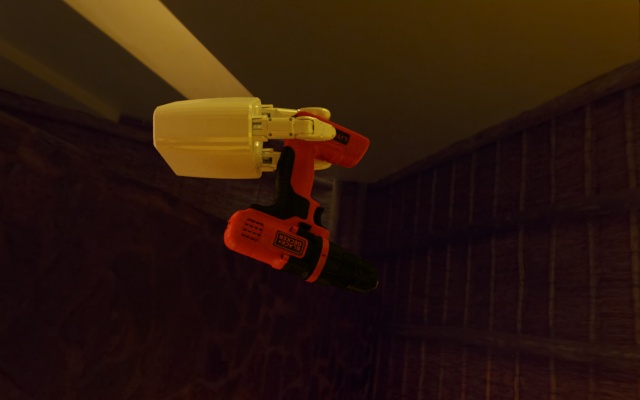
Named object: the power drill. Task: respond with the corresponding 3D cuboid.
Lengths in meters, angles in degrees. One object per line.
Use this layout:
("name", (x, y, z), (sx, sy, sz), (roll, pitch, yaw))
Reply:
("power drill", (0.000, 0.001, 0.562), (0.184, 0.187, 0.057), (23, -25, -15))
